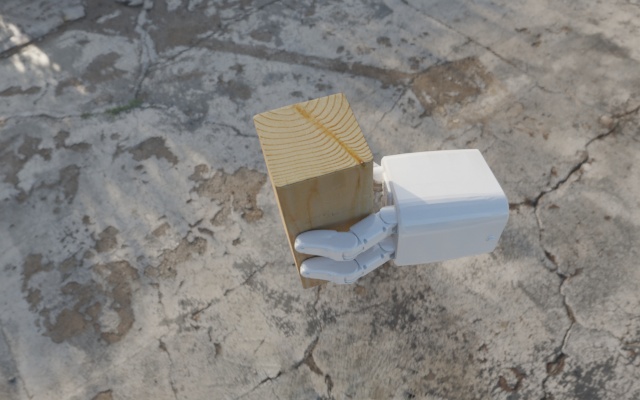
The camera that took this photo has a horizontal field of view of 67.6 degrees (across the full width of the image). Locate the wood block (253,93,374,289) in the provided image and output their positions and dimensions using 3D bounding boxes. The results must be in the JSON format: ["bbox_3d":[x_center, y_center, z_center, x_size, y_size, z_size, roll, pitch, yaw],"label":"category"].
[{"bbox_3d":[0.000,0.001,0.504,0.090,0.090,0.206,-16,-34,-5],"label":"wood block"}]
